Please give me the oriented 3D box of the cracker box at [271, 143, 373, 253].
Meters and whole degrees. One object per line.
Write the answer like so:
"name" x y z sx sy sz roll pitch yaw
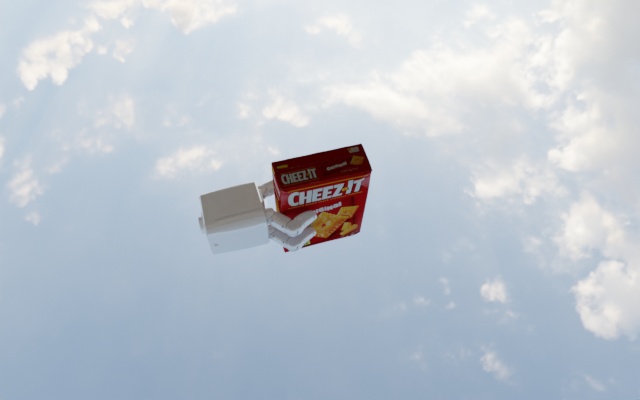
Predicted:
"cracker box" 0.000 0.003 0.886 0.164 0.072 0.214 -13 -32 -11
